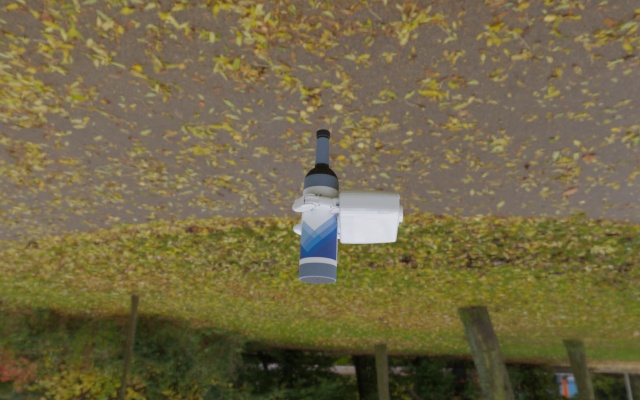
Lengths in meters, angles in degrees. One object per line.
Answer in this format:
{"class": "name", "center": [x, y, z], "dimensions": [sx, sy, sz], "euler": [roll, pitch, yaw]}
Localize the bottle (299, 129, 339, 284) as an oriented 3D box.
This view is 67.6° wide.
{"class": "bottle", "center": [0.000, 0.003, 0.892], "dimensions": [0.069, 0.295, 0.069], "euler": [2, -20, 1]}
